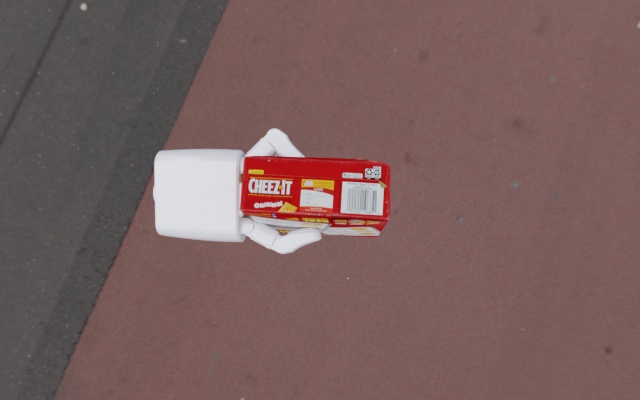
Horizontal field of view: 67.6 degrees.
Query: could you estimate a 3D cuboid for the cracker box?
[{"bbox_3d":[0.000,0.002,0.616,0.164,0.072,0.214,3,-9,4],"label":"cracker box"}]
